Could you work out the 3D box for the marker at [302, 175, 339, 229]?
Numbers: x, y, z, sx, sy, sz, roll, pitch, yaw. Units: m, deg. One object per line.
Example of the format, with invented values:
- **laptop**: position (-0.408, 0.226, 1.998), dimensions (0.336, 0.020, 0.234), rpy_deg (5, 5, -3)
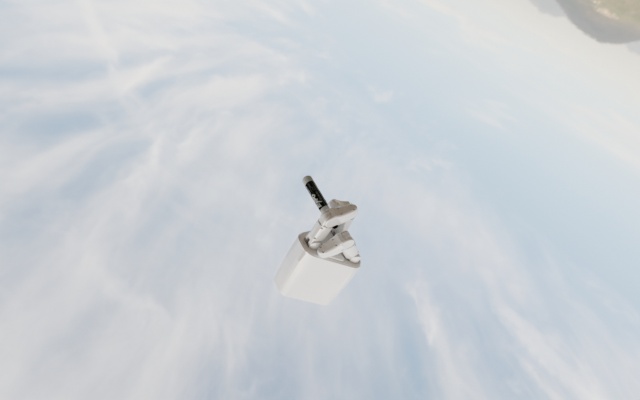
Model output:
- **marker**: position (0.000, 0.003, 0.795), dimensions (0.020, 0.020, 0.121), rpy_deg (0, 41, -32)
